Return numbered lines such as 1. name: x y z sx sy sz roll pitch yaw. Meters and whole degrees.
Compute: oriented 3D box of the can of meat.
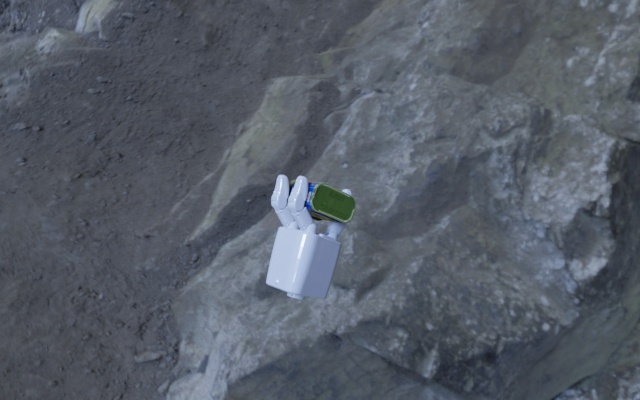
1. can of meat: 0.000 0.003 0.849 0.102 0.057 0.084 23 -10 -35
